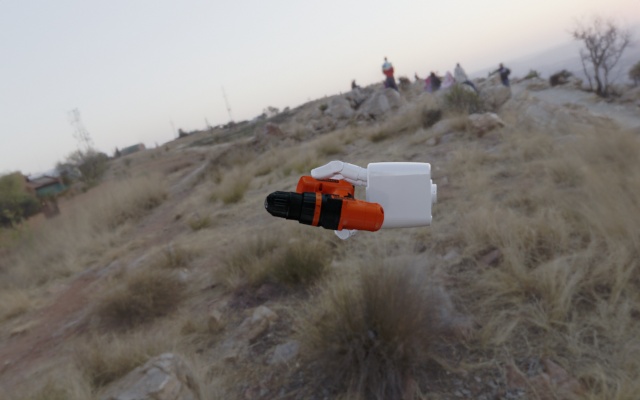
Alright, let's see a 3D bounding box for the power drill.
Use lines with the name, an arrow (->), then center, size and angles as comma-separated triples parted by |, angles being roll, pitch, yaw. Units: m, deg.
power drill -> 0.000, 0.002, 0.797 | 0.184, 0.057, 0.187 | 10, 12, -7
